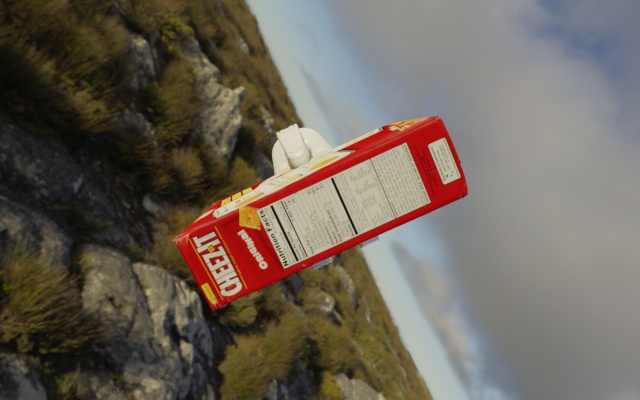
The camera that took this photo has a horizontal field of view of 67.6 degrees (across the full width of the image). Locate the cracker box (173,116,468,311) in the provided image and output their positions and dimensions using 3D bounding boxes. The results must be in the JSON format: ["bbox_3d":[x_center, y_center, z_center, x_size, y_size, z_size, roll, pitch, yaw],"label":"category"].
[{"bbox_3d":[0.000,0.001,0.422,0.214,0.072,0.164,-25,8,1],"label":"cracker box"}]
